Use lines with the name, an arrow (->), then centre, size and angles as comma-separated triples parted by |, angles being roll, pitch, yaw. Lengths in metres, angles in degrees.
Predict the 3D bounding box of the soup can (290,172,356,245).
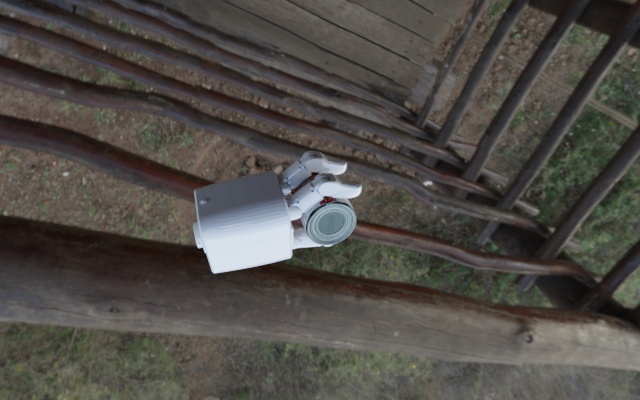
soup can -> 0.001, 0.002, 0.630 | 0.068, 0.068, 0.102 | 0, 34, -19
